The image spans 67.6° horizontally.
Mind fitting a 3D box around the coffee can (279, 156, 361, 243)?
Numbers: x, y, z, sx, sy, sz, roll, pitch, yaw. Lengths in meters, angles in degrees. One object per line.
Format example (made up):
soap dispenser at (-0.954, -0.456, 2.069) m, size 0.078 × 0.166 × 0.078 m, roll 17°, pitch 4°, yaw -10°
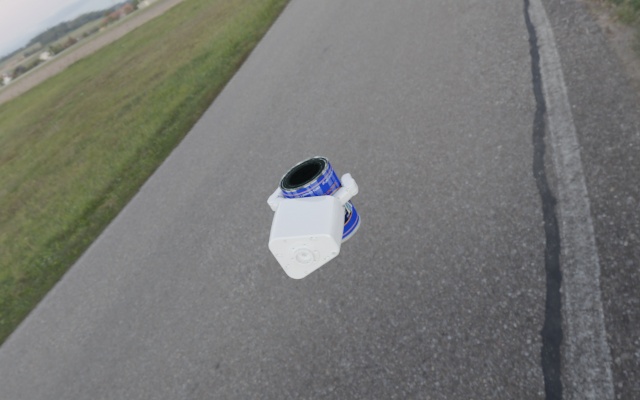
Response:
coffee can at (0.000, 0.003, 0.890) m, size 0.103 × 0.140 × 0.102 m, roll -23°, pitch 29°, yaw 14°
